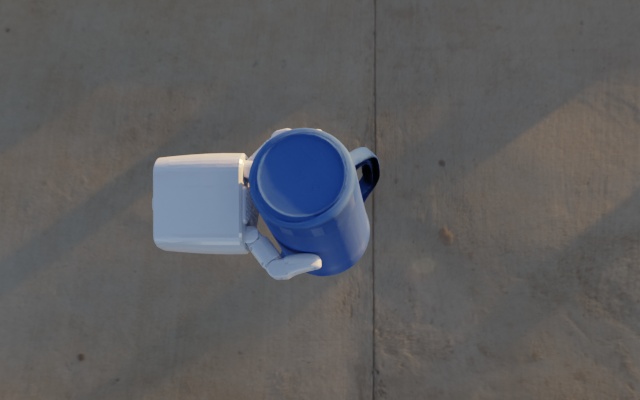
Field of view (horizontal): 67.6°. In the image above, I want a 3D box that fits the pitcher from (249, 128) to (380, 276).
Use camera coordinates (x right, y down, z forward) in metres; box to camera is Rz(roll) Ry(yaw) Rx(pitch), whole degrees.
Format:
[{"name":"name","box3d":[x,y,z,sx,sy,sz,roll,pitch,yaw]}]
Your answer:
[{"name":"pitcher","box3d":[0.000,0.002,0.579,0.145,0.149,0.243,1,-17,6]}]
